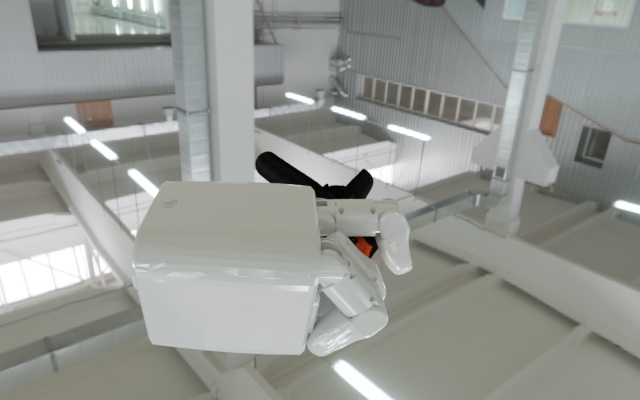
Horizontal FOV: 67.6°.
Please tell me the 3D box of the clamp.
[{"bbox_3d":[0.000,0.002,0.414,0.120,0.039,0.171,7,23,-8],"label":"clamp"}]
